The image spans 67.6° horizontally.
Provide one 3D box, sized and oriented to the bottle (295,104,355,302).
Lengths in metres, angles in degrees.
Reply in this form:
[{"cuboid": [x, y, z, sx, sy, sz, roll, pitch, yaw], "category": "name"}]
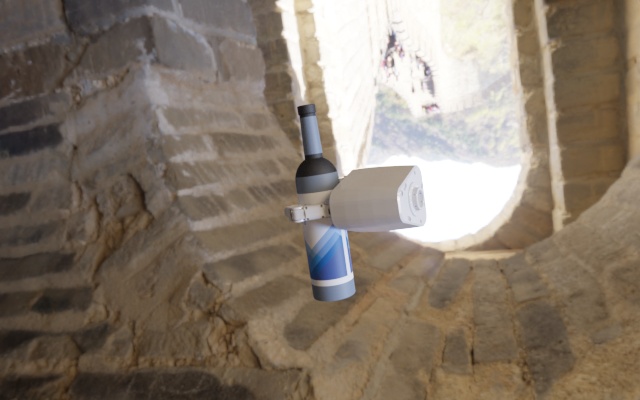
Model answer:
[{"cuboid": [0.000, 0.003, 0.731, 0.069, 0.296, 0.069, -8, 7, 1], "category": "bottle"}]
